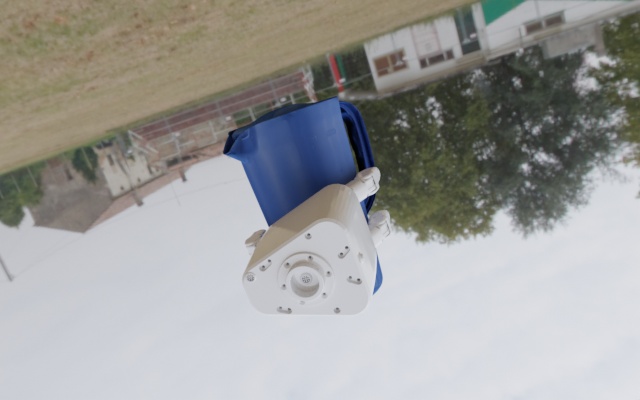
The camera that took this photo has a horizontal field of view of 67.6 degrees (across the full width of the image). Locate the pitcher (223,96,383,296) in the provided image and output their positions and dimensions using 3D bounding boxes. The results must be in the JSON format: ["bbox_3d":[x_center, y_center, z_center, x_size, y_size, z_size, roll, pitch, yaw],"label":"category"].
[{"bbox_3d":[0.000,0.002,0.579,0.149,0.243,0.145,-16,13,11],"label":"pitcher"}]
